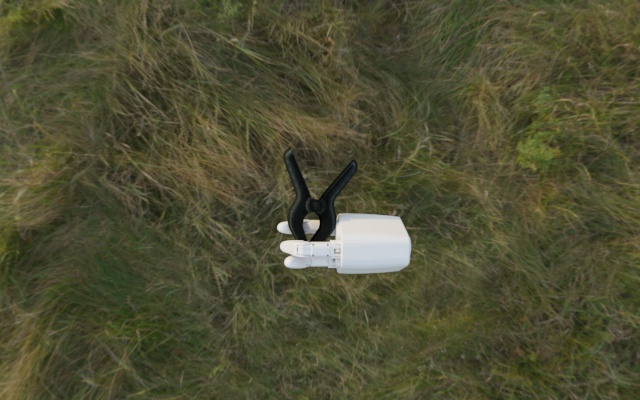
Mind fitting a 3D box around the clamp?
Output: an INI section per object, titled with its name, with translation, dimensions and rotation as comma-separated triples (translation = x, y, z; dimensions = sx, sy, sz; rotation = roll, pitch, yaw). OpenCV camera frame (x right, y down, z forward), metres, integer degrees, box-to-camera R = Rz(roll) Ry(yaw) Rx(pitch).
[clamp]
translation = 0.000, 0.003, 0.767
dimensions = 0.120, 0.171, 0.039
rotation = 0, 3, -4
